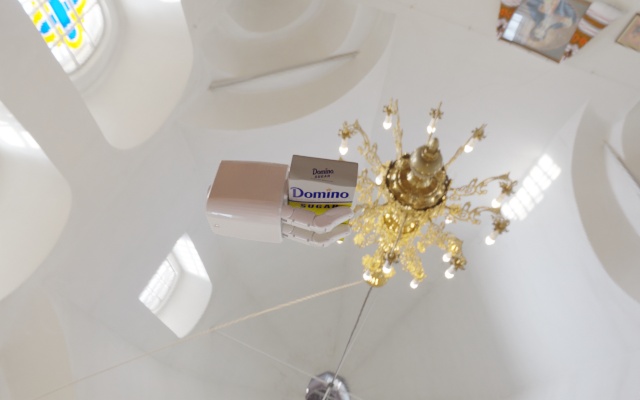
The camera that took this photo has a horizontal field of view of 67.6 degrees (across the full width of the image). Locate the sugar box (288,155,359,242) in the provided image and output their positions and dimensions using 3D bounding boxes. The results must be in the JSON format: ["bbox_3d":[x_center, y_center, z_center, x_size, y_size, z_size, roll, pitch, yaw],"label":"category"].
[{"bbox_3d":[0.000,0.003,0.708,0.093,0.048,0.176,7,-27,1],"label":"sugar box"}]
